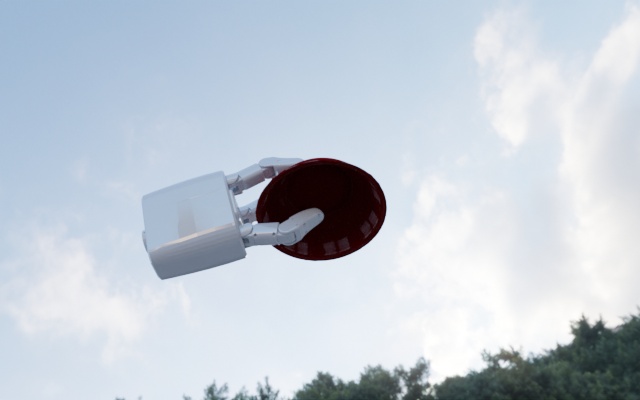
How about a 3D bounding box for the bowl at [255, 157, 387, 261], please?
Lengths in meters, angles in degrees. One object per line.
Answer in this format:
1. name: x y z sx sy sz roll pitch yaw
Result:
1. bowl: 0.001 0.002 0.606 0.162 0.162 0.055 0 39 -5
